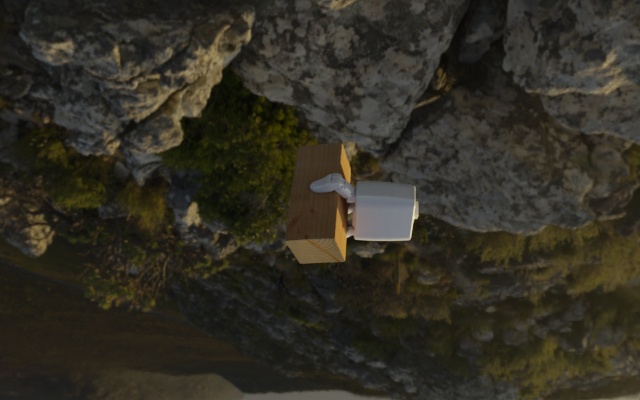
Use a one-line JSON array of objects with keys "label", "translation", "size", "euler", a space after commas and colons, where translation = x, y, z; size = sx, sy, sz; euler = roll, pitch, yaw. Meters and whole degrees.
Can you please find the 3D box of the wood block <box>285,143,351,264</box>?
[{"label": "wood block", "translation": [0.000, 0.003, 0.888], "size": [0.090, 0.206, 0.091], "euler": [-4, -34, 15]}]
